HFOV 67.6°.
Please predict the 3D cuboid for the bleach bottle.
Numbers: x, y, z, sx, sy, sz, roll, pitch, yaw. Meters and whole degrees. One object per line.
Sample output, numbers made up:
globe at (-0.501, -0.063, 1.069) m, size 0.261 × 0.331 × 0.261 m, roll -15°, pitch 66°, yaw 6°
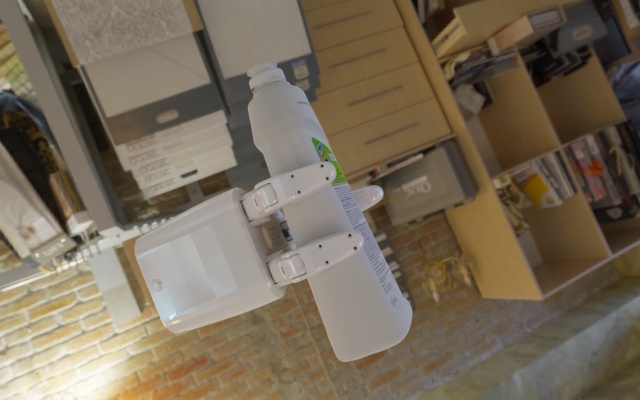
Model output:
bleach bottle at (0.000, 0.001, 0.413) m, size 0.068 × 0.251 × 0.102 m, roll -23°, pitch -3°, yaw 12°
